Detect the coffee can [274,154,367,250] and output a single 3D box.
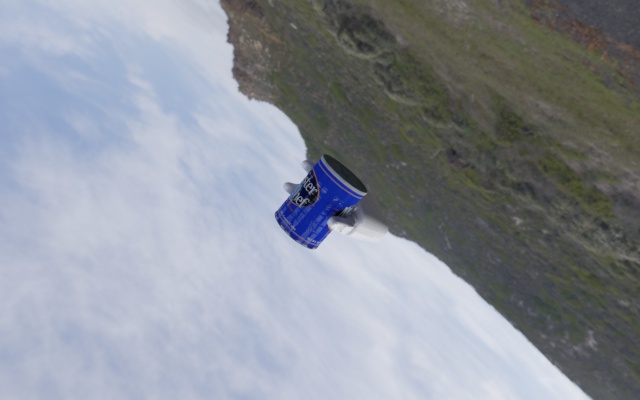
[{"bbox_3d":[0.000,0.003,0.856,0.103,0.140,0.102,38,15,-12],"label":"coffee can"}]
